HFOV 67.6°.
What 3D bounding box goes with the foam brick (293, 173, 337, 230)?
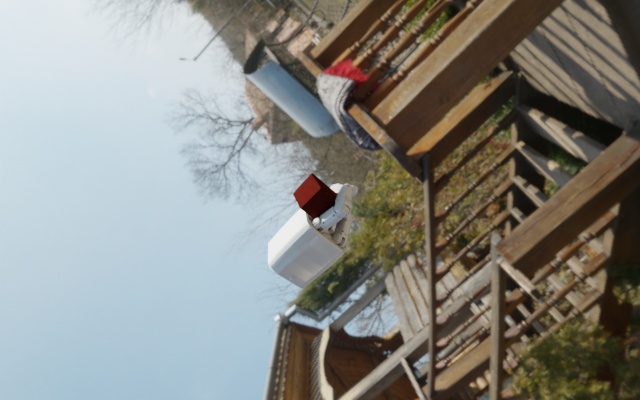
[{"bbox_3d":[0.000,0.002,0.822,0.078,0.051,0.053,39,13,-34],"label":"foam brick"}]
